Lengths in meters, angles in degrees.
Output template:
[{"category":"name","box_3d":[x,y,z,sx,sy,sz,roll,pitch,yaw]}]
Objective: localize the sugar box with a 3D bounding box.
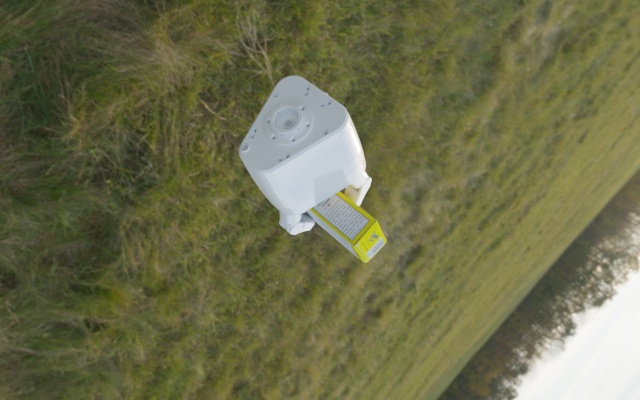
[{"category":"sugar box","box_3d":[0.001,0.002,0.607,0.176,0.048,0.093,42,-6,24]}]
